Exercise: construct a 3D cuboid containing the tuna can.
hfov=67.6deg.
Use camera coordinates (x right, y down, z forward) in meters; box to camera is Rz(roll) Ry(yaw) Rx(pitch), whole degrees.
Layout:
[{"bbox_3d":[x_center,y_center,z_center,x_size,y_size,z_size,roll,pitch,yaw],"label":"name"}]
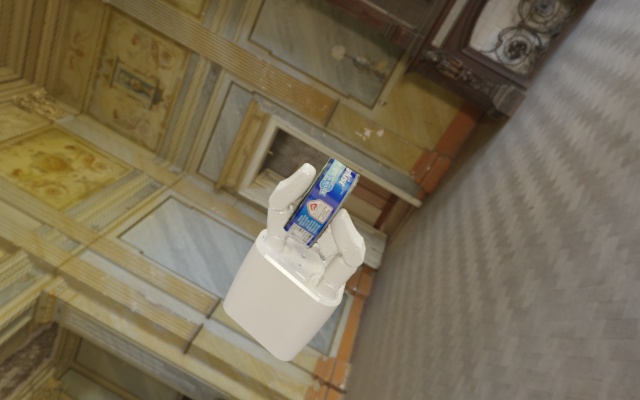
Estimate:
[{"bbox_3d":[0.000,0.001,0.462,0.034,0.086,0.086,34,-2,-2],"label":"tuna can"}]
